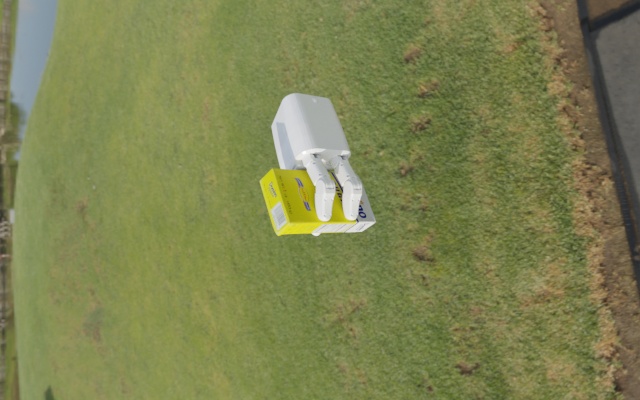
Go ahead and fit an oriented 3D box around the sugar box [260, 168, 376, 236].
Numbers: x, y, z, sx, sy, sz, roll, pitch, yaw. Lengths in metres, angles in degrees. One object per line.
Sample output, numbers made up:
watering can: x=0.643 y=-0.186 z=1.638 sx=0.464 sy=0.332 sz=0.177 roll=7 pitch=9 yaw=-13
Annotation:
sugar box: x=0.000 y=0.002 z=0.738 sx=0.176 sy=0.093 sz=0.048 roll=-1 pitch=-27 yaw=-39
